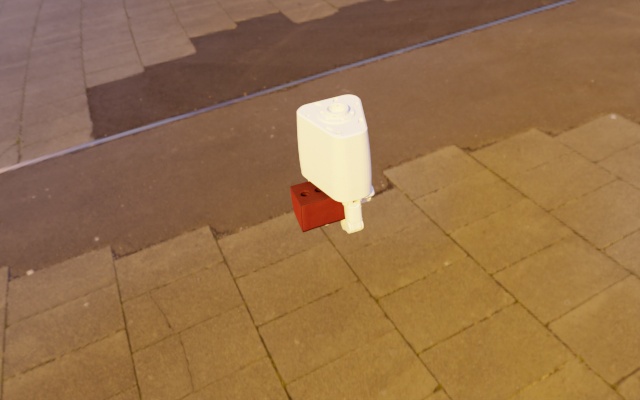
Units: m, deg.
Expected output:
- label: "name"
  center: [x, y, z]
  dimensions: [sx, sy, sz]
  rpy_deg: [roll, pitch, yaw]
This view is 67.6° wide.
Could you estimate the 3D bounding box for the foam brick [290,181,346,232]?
- label: "foam brick"
  center: [0.000, 0.003, 0.704]
  dimensions: [0.078, 0.051, 0.053]
  rpy_deg: [-17, 41, -12]
